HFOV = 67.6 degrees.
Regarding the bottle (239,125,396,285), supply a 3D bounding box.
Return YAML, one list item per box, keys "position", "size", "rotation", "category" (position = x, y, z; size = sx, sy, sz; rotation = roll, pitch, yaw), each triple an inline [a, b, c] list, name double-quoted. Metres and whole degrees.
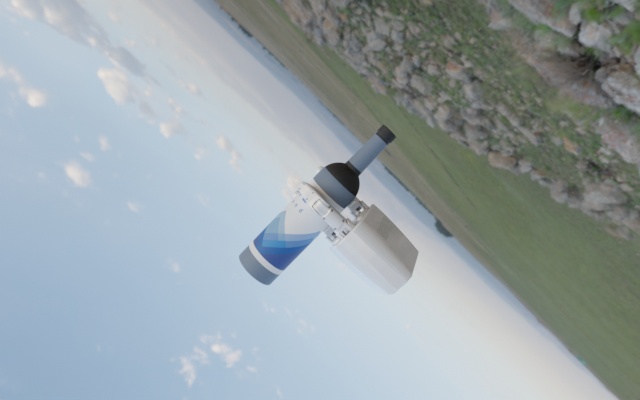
- position: [0.000, 0.002, 0.720]
  size: [0.069, 0.296, 0.069]
  rotation: [43, 7, -7]
  category: "bottle"
